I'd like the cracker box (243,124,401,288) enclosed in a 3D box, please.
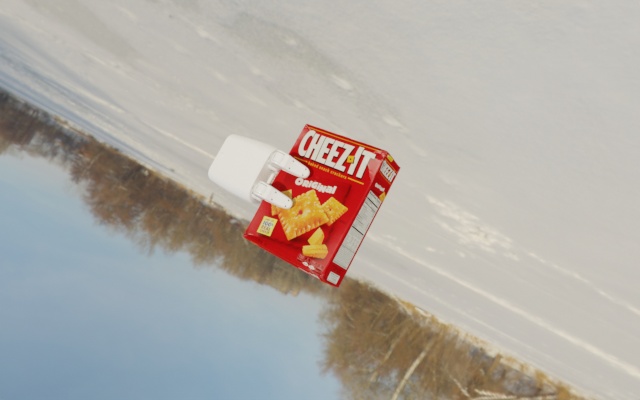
[{"bbox_3d":[0.000,0.003,0.748,0.164,0.213,0.072,24,-8,32],"label":"cracker box"}]
